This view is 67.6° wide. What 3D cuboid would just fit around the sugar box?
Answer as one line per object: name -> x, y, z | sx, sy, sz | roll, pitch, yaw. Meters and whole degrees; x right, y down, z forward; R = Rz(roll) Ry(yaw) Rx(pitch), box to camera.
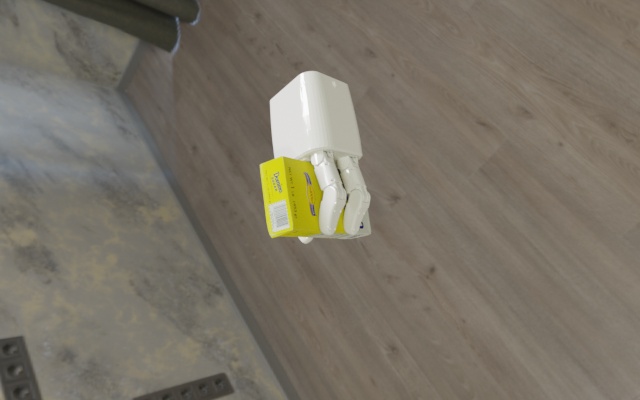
sugar box -> 0.000, 0.002, 0.629 | 0.048, 0.093, 0.176 | -17, -13, 37
